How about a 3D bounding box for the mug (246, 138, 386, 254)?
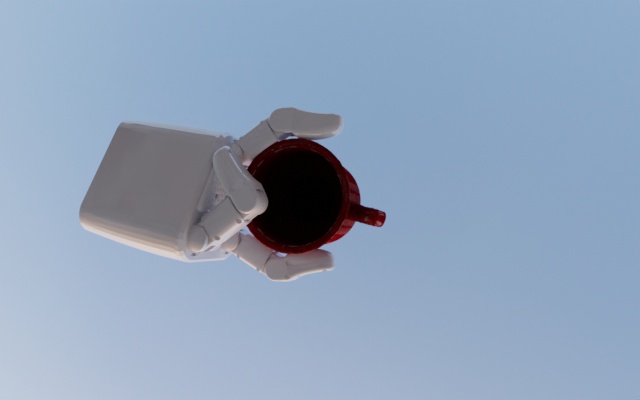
[{"bbox_3d":[0.001,0.002,0.415,0.117,0.093,0.081,12,0,17],"label":"mug"}]
